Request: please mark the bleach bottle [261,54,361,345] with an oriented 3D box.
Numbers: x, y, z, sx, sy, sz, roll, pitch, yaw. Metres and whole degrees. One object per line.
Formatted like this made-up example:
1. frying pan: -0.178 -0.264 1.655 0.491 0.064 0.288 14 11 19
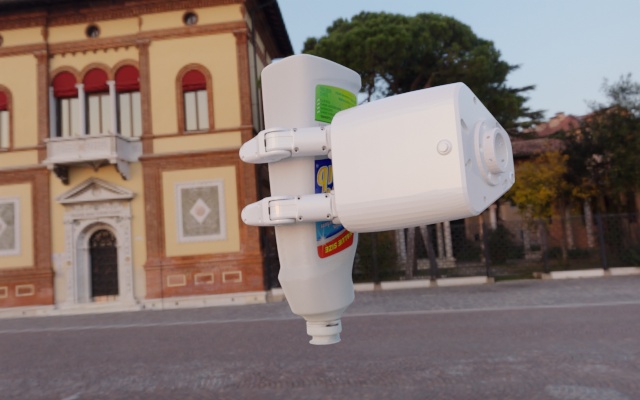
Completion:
1. bleach bottle: 0.000 0.001 0.444 0.068 0.251 0.102 -9 -7 38
